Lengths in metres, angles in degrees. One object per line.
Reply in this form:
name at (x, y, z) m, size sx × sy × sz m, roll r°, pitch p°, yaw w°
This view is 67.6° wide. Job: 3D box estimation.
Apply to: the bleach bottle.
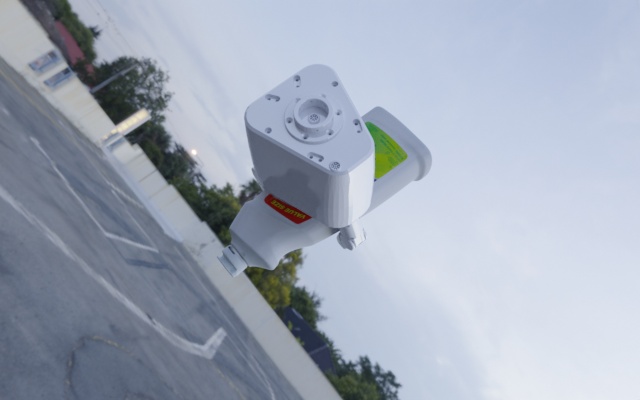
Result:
bleach bottle at (0.000, 0.002, 0.532) m, size 0.251 × 0.102 × 0.068 m, roll -38°, pitch -19°, yaw -14°
